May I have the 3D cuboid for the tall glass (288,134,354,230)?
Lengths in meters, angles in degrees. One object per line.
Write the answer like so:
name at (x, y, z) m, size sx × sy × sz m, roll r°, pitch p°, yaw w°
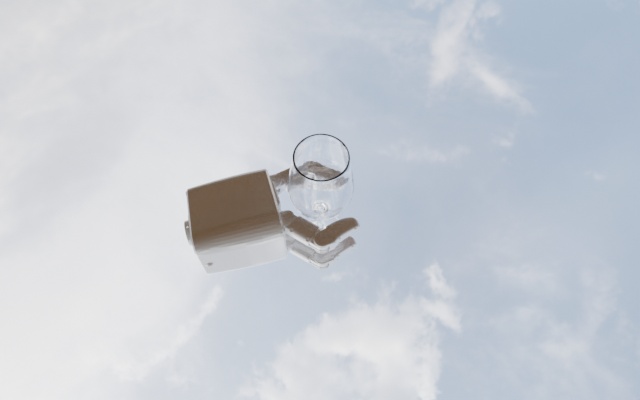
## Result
tall glass at (0.000, 0.002, 0.594) m, size 0.079 × 0.079 × 0.201 m, roll 0°, pitch -29°, yaw -1°
